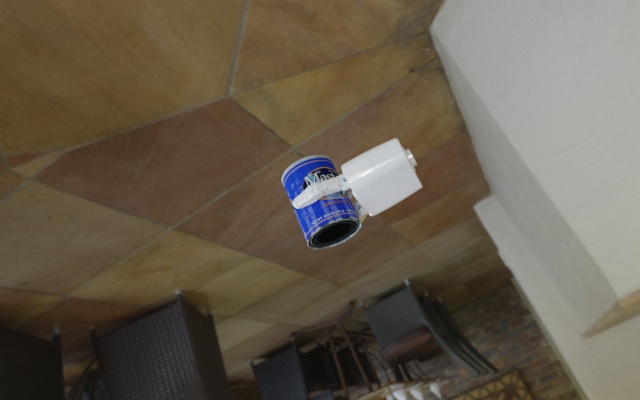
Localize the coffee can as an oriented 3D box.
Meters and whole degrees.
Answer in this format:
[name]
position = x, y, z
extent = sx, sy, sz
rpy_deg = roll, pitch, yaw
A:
[coffee can]
position = 0.000, 0.003, 0.865
extent = 0.103, 0.140, 0.103
rpy_deg = -19, -27, -10
